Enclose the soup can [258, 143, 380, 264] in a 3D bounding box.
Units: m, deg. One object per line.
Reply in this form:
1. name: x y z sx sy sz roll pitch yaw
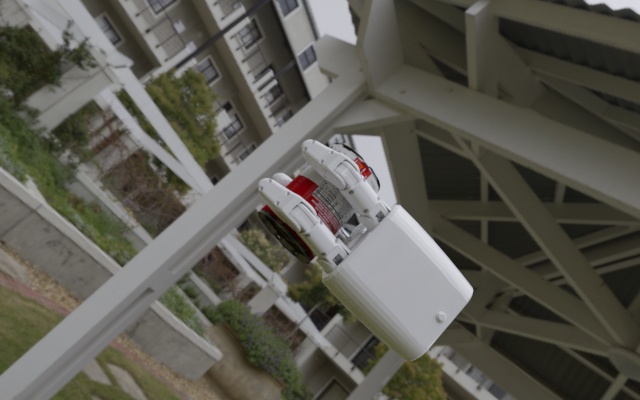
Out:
1. soup can: 0.000 0.001 0.460 0.102 0.068 0.068 -44 14 -15
